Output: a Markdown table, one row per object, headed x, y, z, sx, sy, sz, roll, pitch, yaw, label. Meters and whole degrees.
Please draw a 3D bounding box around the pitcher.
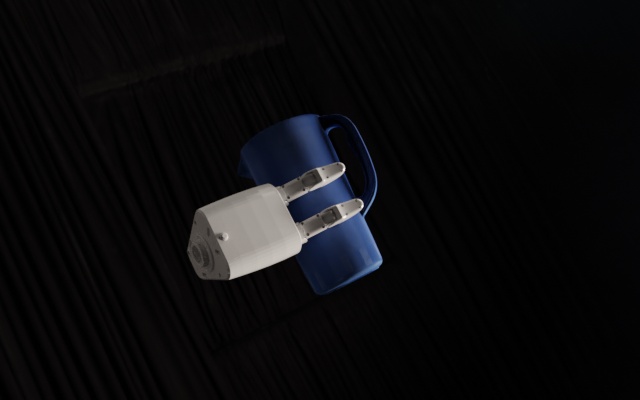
| x | y | z | sx | sy | sz | roll | pitch | yaw | label |
| --- | --- | --- | --- | --- | --- | --- | --- | --- | --- |
| 0.000 | 0.002 | 0.693 | 0.145 | 0.243 | 0.149 | -20 | -11 | -37 | pitcher |
